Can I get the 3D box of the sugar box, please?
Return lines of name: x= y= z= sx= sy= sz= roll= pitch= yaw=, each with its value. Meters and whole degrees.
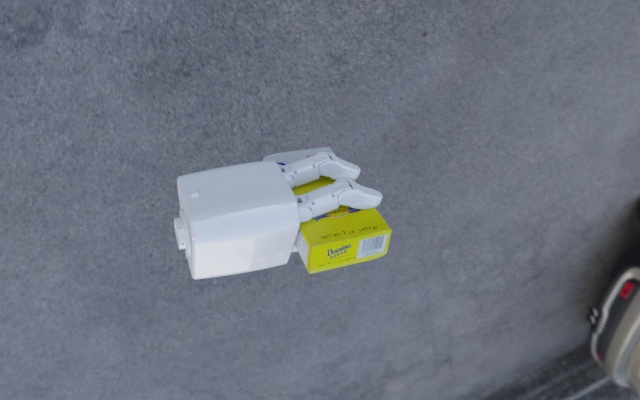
sugar box: x=0.000 y=0.001 z=0.554 sx=0.093 sy=0.048 sz=0.176 roll=-10 pitch=42 yaw=-20
